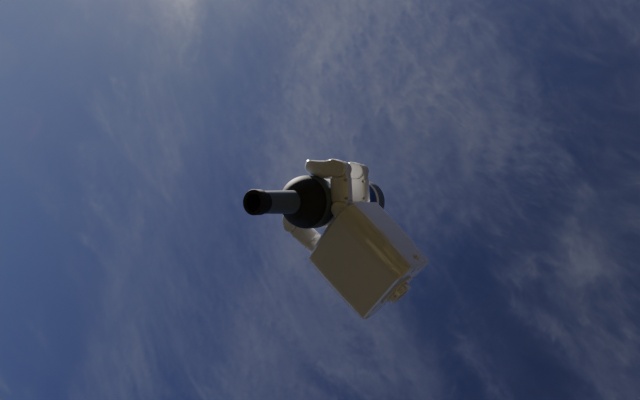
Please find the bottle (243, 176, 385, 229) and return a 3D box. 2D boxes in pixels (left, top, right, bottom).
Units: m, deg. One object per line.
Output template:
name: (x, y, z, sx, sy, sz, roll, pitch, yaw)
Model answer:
bottle: (0.000, 0.002, 0.628, 0.069, 0.069, 0.296, 0, 0, 29)
